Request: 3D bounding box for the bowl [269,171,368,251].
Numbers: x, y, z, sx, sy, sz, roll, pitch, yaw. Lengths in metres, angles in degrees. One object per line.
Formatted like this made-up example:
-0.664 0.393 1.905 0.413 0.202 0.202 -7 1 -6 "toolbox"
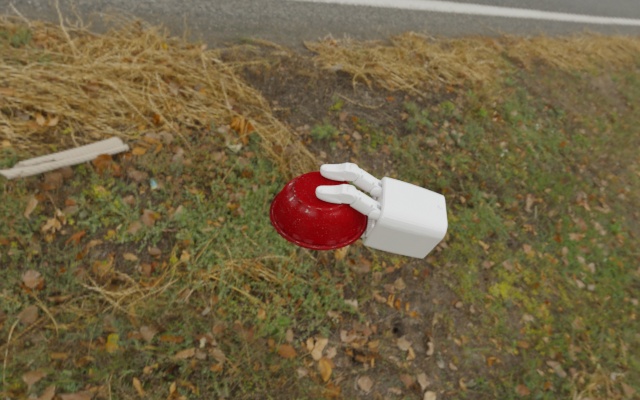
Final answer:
-0.001 0.002 0.758 0.162 0.055 0.162 4 42 -3 "bowl"
